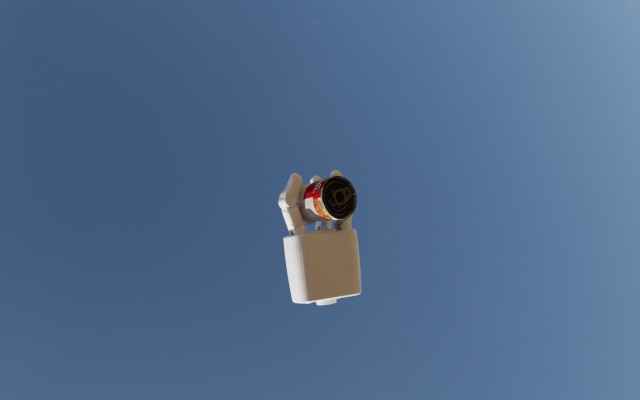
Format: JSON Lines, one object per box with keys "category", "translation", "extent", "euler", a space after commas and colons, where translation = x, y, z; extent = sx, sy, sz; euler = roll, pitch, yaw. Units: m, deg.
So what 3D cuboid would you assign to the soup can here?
{"category": "soup can", "translation": [0.000, 0.002, 0.764], "extent": [0.068, 0.068, 0.102], "euler": [0, -8, -36]}
